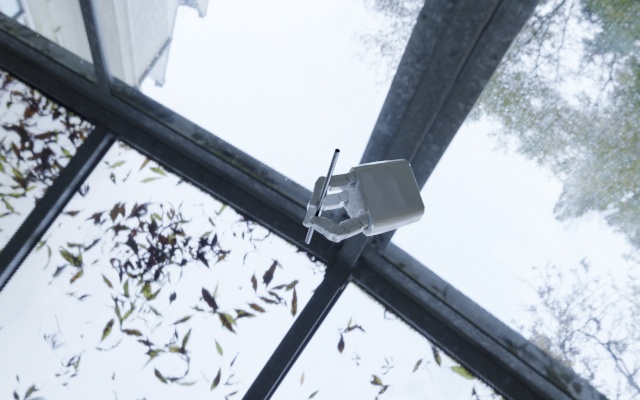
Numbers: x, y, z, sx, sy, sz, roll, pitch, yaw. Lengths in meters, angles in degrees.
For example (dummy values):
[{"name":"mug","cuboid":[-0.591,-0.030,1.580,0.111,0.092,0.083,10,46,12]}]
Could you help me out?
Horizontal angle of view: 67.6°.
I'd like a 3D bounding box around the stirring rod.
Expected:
[{"name":"stirring rod","cuboid":[0.000,0.002,0.739,0.011,0.011,0.240,0,-36,-13]}]
